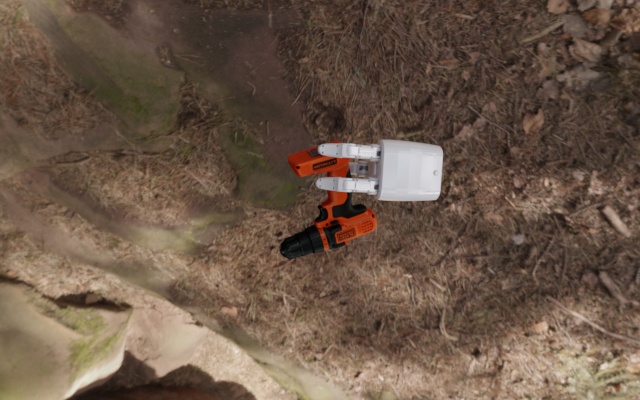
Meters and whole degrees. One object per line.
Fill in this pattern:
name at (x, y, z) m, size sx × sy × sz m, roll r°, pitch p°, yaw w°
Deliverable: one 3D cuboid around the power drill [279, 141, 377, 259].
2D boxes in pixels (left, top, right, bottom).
power drill at (0.000, 0.002, 0.831) m, size 0.184 × 0.188 × 0.057 m, roll -20°, pitch 30°, yaw -13°
